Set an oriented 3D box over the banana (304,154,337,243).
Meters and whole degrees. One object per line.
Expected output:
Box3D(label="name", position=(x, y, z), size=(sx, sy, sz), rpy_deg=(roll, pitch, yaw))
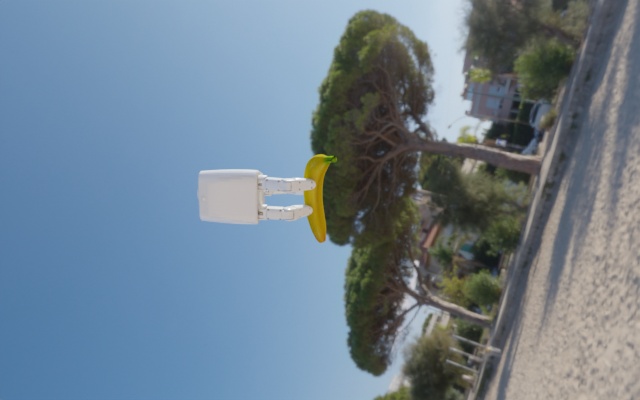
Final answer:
Box3D(label="banana", position=(-0.007, -0.011, 0.884), size=(0.037, 0.198, 0.069), rpy_deg=(-13, 41, -21))
